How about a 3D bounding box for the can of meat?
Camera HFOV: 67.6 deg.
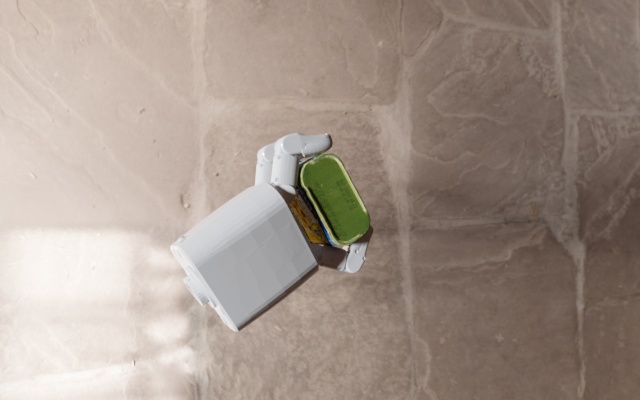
[{"bbox_3d":[0.000,0.002,0.522,0.057,0.102,0.084,-33,10,-23],"label":"can of meat"}]
